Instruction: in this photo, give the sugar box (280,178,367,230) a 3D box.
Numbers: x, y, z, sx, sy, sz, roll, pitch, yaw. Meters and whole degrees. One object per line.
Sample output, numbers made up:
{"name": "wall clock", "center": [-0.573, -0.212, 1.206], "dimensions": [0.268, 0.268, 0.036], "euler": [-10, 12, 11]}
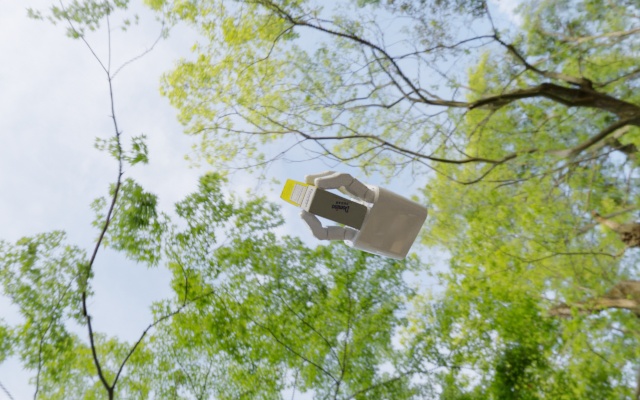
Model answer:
{"name": "sugar box", "center": [0.000, 0.002, 0.792], "dimensions": [0.093, 0.048, 0.176], "euler": [20, -2, -21]}
